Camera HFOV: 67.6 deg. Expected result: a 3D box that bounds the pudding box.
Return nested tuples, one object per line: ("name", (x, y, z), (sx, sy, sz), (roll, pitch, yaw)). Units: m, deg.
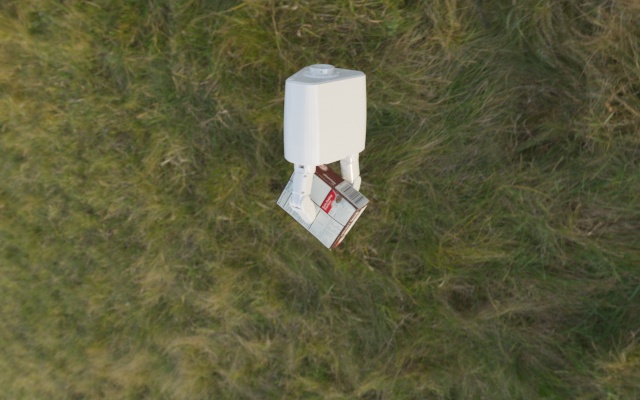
("pudding box", (0.000, 0.002, 0.686), (0.113, 0.090, 0.039), (41, 37, 13))
